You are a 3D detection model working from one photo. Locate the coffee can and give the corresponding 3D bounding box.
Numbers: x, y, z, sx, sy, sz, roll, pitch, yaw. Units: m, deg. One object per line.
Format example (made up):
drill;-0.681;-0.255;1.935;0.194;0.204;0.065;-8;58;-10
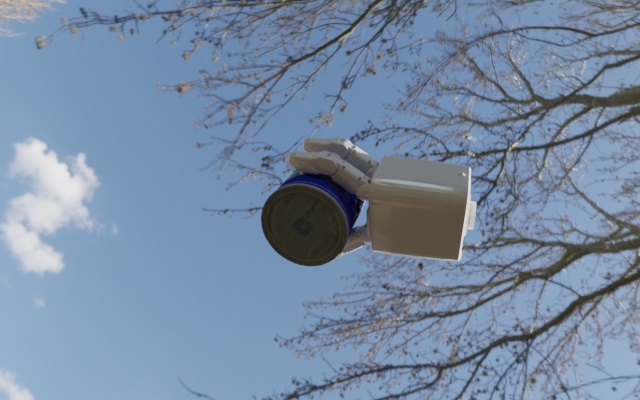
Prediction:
coffee can;0.000;0.002;0.594;0.103;0.103;0.140;0;24;18
